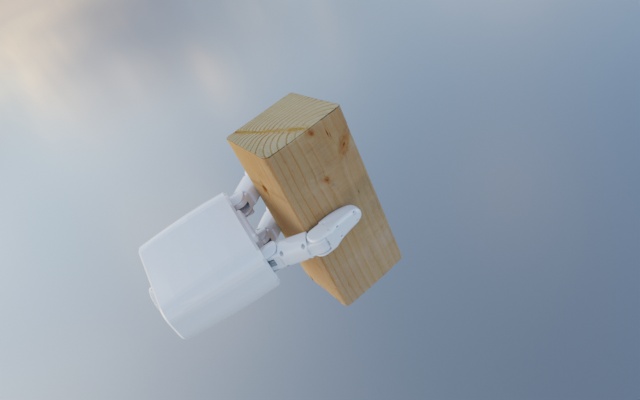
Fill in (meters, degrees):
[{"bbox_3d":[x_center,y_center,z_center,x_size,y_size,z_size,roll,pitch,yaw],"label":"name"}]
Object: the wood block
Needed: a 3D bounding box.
[{"bbox_3d":[0.000,0.002,0.512,0.090,0.206,0.090,-39,36,-17],"label":"wood block"}]
